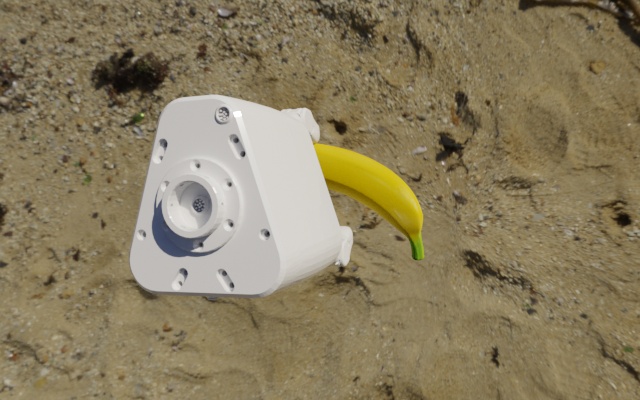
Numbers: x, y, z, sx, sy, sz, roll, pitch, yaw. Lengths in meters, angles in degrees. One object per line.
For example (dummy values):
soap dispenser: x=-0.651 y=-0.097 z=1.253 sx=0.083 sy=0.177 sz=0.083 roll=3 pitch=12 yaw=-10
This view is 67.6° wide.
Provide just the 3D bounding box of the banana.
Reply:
banana: x=0.010 y=-0.014 z=0.424 sx=0.198 sy=0.069 sz=0.037 roll=24 pitch=12 yaw=12
